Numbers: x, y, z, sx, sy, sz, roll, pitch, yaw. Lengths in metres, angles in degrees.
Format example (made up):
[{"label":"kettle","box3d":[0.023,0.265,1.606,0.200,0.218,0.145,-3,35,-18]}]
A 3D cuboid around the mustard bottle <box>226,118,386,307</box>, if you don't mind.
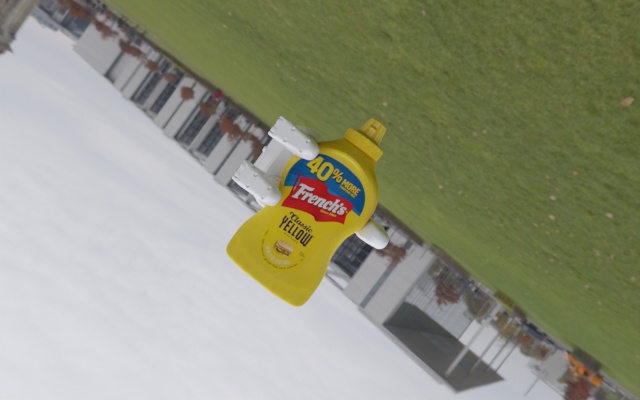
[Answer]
[{"label":"mustard bottle","box3d":[0.000,0.002,0.466,0.096,0.191,0.058,37,3,6]}]
